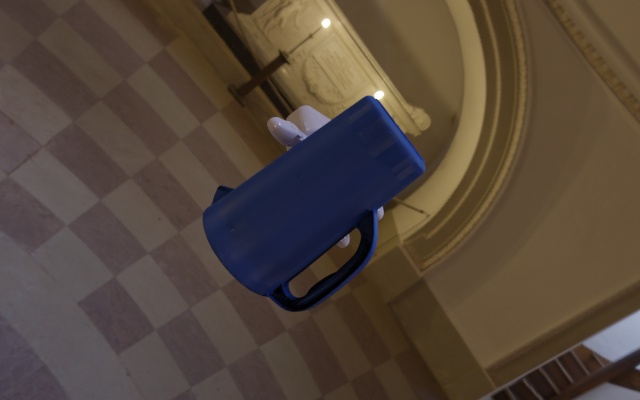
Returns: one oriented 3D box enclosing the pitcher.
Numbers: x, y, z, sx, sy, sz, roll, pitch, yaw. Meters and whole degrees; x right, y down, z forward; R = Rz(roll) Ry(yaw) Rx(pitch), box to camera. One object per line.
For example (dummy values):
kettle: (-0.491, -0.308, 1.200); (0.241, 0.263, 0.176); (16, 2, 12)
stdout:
pitcher: (0.000, 0.002, 0.551); (0.243, 0.149, 0.145); (-37, 26, 13)
